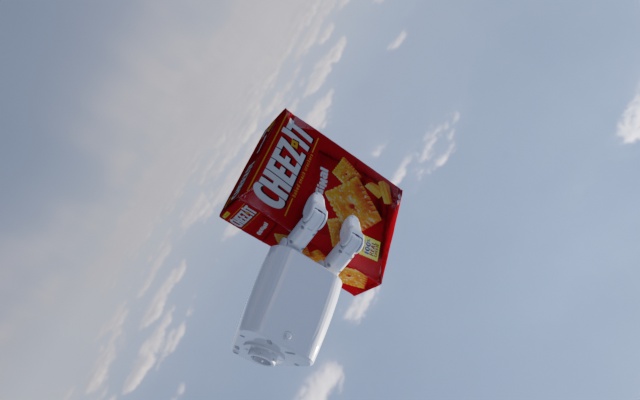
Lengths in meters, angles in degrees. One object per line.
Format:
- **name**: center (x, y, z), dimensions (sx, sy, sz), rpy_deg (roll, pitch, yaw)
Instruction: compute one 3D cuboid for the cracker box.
- **cracker box**: center (0.000, 0.002, 0.638), dimensions (0.214, 0.164, 0.072), rpy_deg (33, -38, -16)
